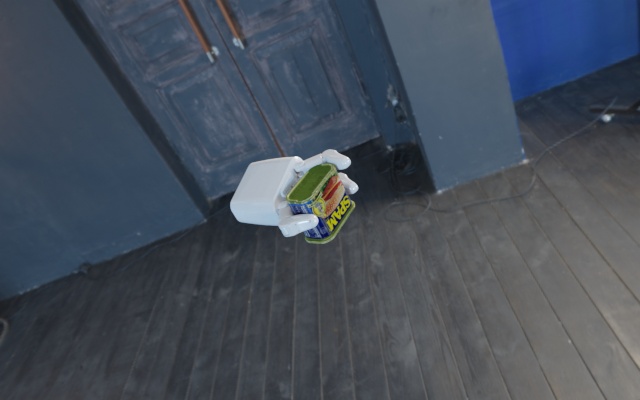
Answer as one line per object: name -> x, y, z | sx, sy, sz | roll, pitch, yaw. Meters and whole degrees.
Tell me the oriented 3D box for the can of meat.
can of meat -> 0.000, 0.002, 0.751 | 0.057, 0.084, 0.102 | 1, 40, 39
